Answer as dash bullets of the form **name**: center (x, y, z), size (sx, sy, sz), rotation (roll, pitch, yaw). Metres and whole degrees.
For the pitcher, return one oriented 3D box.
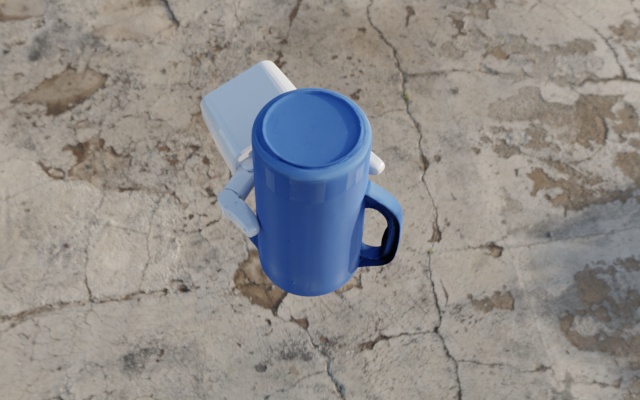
- **pitcher**: center (0.000, 0.002, 0.517), size (0.149, 0.145, 0.243), rotation (-26, -27, -17)
